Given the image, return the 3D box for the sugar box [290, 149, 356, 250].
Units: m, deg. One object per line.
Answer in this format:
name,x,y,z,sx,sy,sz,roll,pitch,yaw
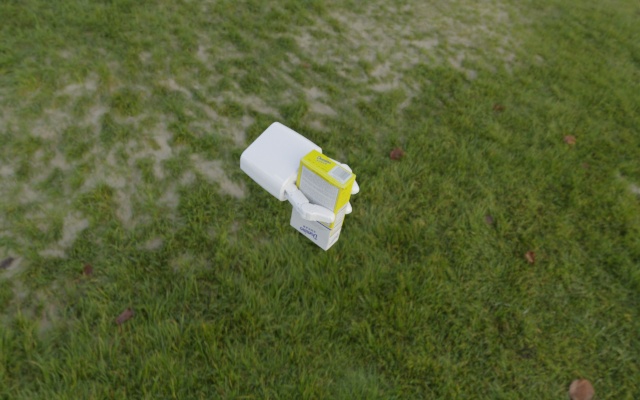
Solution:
sugar box,0.000,0.002,0.855,0.093,0.176,0.048,35,54,19
